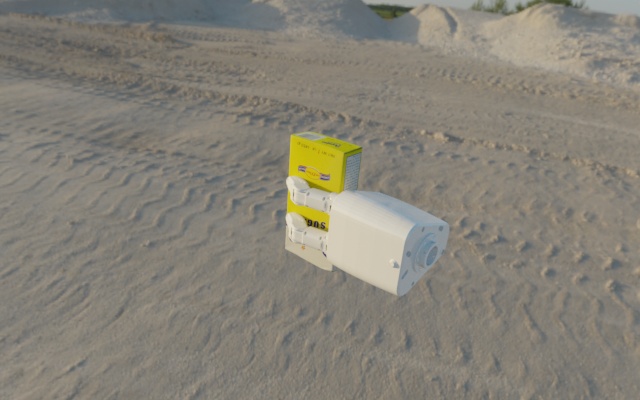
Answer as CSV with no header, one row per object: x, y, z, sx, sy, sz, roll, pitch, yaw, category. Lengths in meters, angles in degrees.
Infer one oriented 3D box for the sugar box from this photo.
0.000,0.002,0.650,0.093,0.176,0.048,23,28,35,sugar box
